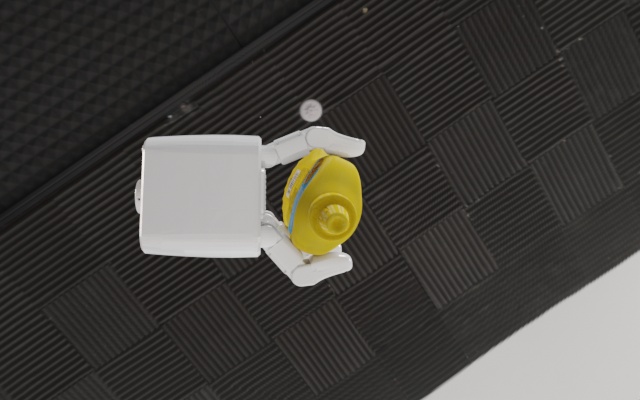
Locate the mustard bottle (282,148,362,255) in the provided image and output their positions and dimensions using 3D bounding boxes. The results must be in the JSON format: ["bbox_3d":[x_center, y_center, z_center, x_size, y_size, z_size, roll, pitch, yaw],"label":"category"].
[{"bbox_3d":[0.000,0.002,0.472,0.058,0.096,0.191,25,6,-11],"label":"mustard bottle"}]
